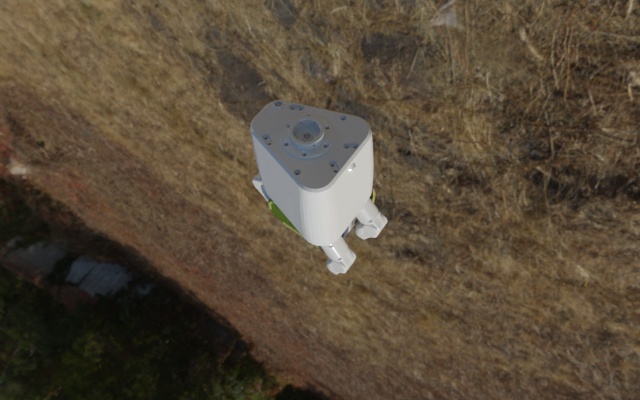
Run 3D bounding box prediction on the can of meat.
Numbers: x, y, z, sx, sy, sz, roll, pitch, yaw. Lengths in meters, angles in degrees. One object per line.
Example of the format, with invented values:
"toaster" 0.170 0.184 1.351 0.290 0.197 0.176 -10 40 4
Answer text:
"can of meat" 0.000 0.002 0.572 0.102 0.084 0.057 32 -23 16
